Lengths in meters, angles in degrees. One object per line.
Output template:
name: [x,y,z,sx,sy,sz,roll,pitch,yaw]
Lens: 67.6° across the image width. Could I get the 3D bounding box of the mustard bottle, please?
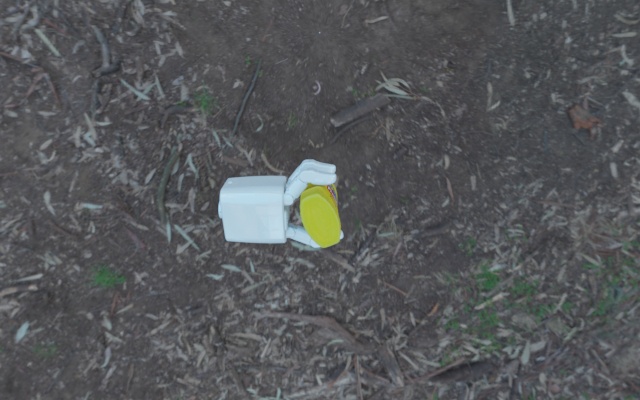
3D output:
mustard bottle: [0.000,0.003,0.845,0.058,0.096,0.191,-23,18,8]
